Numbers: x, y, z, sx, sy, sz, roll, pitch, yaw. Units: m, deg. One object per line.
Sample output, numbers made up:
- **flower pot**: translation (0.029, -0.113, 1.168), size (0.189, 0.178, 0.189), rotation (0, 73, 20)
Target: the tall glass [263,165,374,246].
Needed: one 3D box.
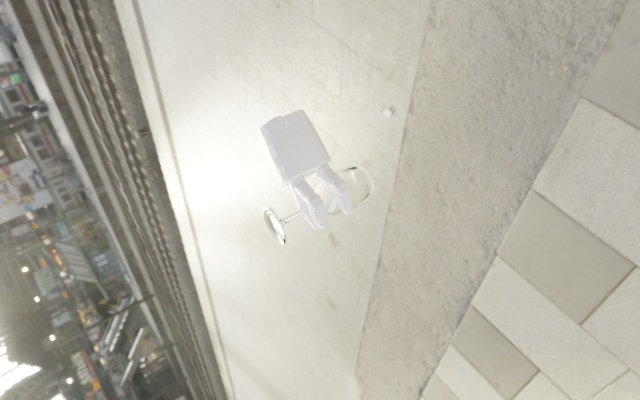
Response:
- **tall glass**: translation (0.000, 0.003, 0.860), size (0.201, 0.079, 0.079), rotation (-27, 12, -25)
